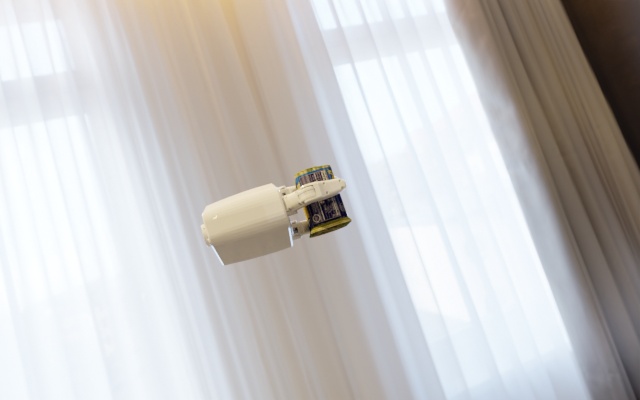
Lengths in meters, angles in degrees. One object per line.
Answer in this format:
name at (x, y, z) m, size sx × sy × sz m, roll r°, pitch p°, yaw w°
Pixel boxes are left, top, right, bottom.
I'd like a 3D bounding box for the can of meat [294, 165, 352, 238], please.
can of meat at (0.000, 0.002, 0.669) m, size 0.057 × 0.084 × 0.102 m, roll -18°, pitch -8°, yaw -5°
